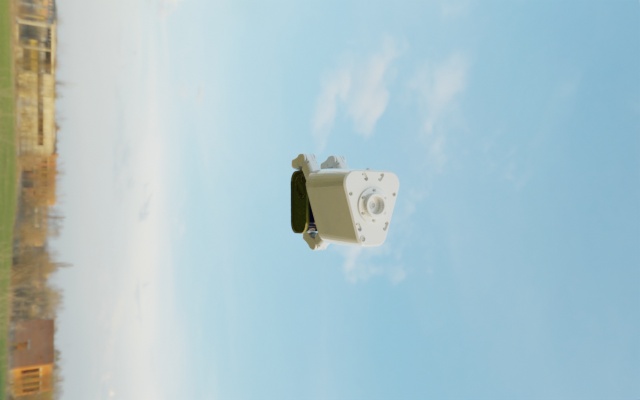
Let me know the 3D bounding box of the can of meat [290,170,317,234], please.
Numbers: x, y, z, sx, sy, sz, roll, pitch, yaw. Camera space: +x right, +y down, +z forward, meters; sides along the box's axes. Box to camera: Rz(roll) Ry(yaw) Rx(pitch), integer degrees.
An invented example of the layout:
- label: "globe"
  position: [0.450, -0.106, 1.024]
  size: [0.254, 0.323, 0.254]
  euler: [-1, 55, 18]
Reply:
- label: "can of meat"
  position: [0.000, 0.003, 0.784]
  size: [0.084, 0.102, 0.057]
  euler: [0, -2, -28]
